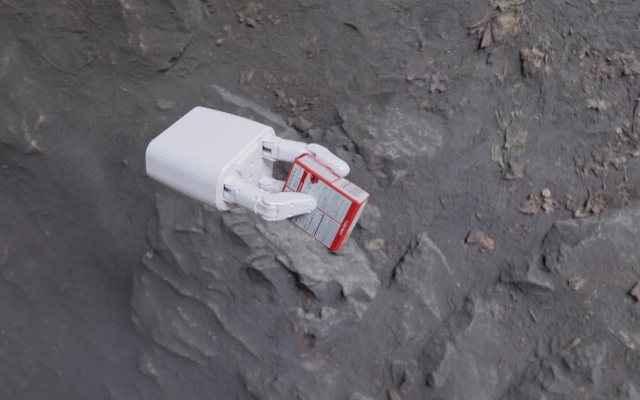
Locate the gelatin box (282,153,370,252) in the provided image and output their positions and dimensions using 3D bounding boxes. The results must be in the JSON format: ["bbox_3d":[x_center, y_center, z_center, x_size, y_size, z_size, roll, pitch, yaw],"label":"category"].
[{"bbox_3d":[0.000,0.002,0.525,0.089,0.073,0.030,35,35,15],"label":"gelatin box"}]
